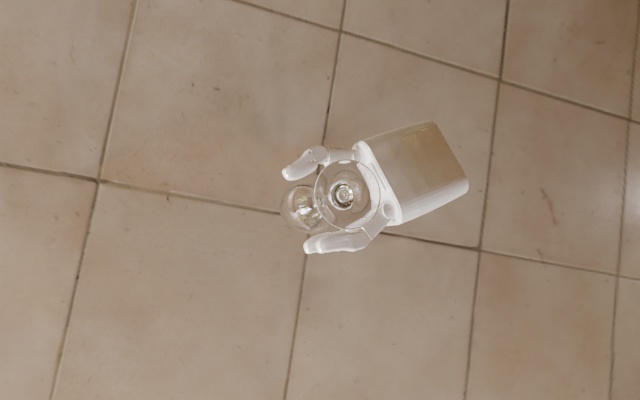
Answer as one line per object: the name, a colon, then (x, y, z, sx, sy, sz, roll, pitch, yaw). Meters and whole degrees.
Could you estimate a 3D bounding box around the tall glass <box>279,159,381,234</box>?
tall glass: (0.000, 0.002, 0.589, 0.079, 0.079, 0.201, 0, -5, -17)
